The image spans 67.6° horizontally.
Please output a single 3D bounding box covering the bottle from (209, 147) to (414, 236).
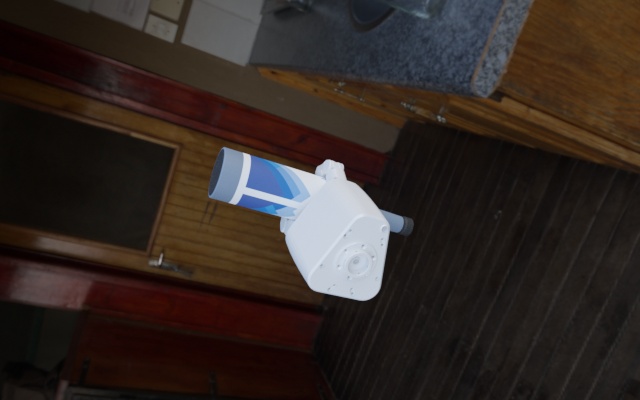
[{"bbox_3d":[0.000,0.002,0.656,0.296,0.069,0.069,16,-6,-22],"label":"bottle"}]
